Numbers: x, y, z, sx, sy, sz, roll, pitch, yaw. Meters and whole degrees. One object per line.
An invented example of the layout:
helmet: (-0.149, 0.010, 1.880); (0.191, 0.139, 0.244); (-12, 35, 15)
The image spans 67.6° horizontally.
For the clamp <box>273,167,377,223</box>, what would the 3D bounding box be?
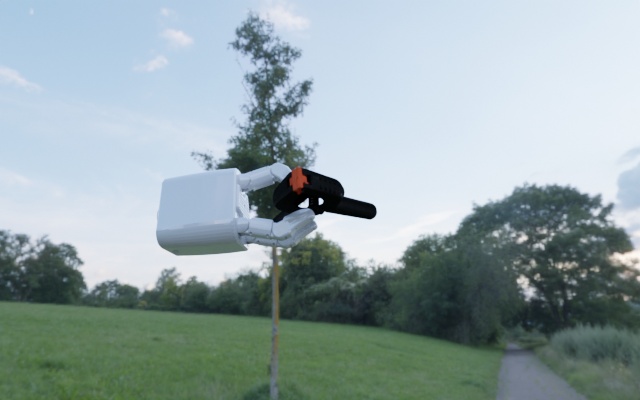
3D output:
clamp: (0.000, 0.001, 0.659); (0.164, 0.036, 0.210); (-8, -18, 1)
